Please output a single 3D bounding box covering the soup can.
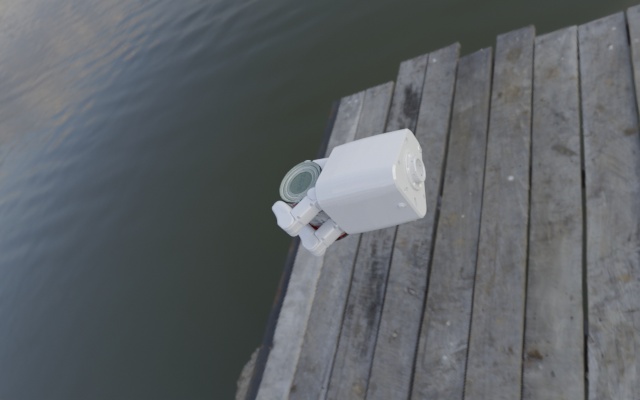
[{"bbox_3d":[0.000,0.002,0.652,0.068,0.068,0.102,0,-32,40],"label":"soup can"}]
